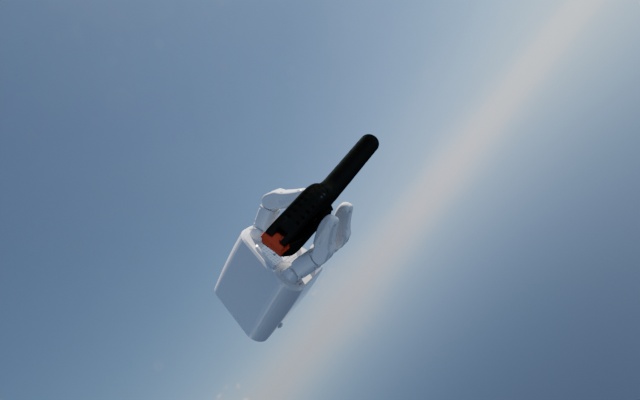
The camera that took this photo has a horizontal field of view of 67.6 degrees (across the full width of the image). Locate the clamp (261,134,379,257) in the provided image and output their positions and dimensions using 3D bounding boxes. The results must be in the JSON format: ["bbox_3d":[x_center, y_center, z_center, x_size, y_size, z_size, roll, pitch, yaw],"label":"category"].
[{"bbox_3d":[-0.001,0.002,0.570,0.036,0.165,0.210,34,26,12],"label":"clamp"}]
